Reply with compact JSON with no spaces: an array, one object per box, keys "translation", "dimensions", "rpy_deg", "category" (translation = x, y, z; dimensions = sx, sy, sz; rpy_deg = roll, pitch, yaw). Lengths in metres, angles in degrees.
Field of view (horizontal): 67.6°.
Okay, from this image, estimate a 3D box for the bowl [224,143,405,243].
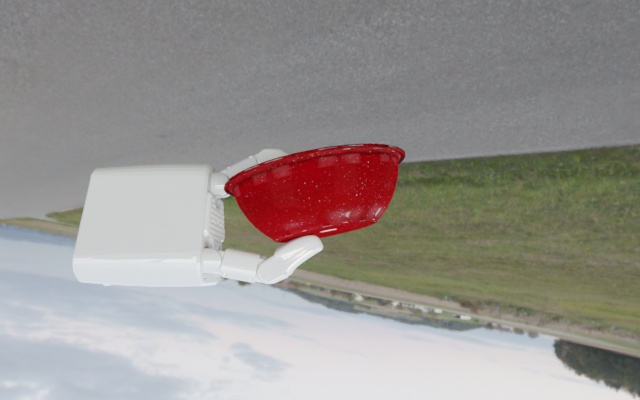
[{"translation":[0.001,0.002,0.418],"dimensions":[0.162,0.055,0.162],"rpy_deg":[-11,-9,-2],"category":"bowl"}]
